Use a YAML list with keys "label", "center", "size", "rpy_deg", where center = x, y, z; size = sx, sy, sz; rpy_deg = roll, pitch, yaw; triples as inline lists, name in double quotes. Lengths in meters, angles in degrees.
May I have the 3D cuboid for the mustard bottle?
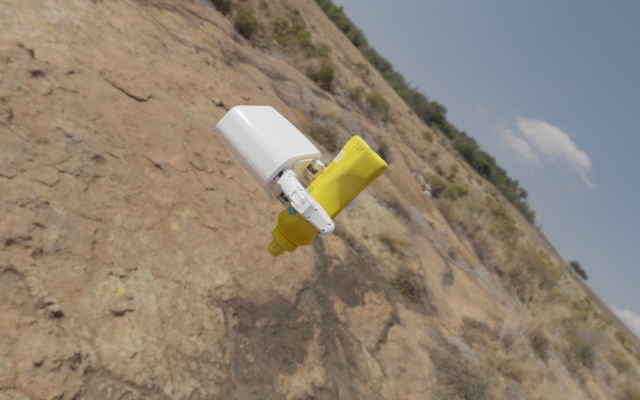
- label: "mustard bottle"
  center: [0.001, 0.002, 0.627]
  size: [0.058, 0.191, 0.096]
  rpy_deg: [43, 9, -13]
